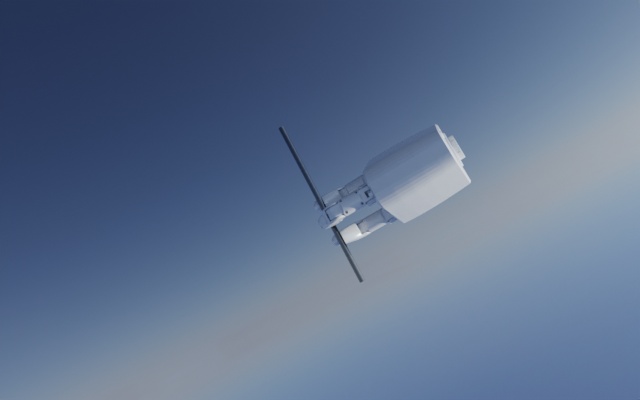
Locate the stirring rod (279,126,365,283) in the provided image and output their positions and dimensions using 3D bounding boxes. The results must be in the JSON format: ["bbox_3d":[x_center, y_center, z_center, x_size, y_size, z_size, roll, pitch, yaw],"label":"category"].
[{"bbox_3d":[0.000,0.002,0.649,0.011,0.239,0.011,-27,-10,-5],"label":"stirring rod"}]
